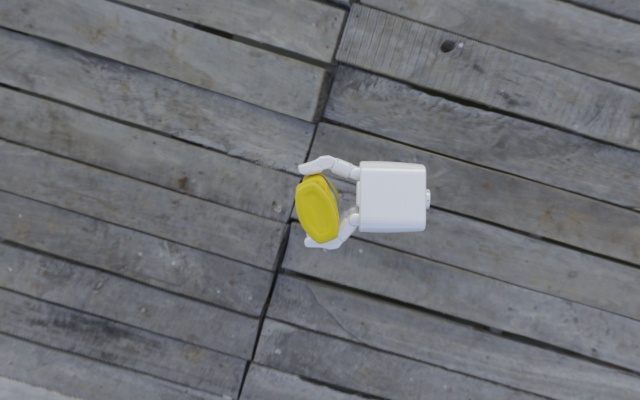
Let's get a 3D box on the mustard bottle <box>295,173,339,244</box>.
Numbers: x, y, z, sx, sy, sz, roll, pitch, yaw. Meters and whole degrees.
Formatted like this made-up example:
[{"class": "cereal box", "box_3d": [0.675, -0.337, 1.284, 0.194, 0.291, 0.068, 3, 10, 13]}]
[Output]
[{"class": "mustard bottle", "box_3d": [0.000, 0.003, 0.792, 0.058, 0.096, 0.191, -23, 8, 7]}]
